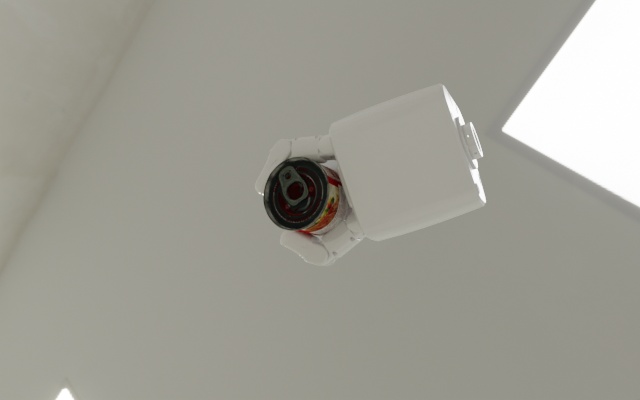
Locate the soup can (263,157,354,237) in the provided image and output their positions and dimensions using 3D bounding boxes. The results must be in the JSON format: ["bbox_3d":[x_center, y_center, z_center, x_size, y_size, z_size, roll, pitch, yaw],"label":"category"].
[{"bbox_3d":[0.000,0.002,0.472,0.068,0.068,0.102,0,-9,28],"label":"soup can"}]
